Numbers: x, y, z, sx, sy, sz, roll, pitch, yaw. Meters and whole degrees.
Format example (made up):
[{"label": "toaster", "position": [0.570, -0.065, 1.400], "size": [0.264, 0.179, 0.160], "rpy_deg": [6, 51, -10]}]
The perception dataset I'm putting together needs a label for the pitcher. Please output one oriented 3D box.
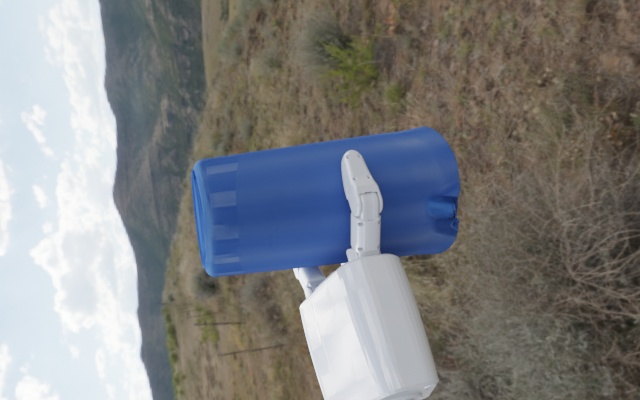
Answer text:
[{"label": "pitcher", "position": [0.000, 0.002, 0.477], "size": [0.243, 0.145, 0.149], "rpy_deg": [-7, -30, -17]}]
